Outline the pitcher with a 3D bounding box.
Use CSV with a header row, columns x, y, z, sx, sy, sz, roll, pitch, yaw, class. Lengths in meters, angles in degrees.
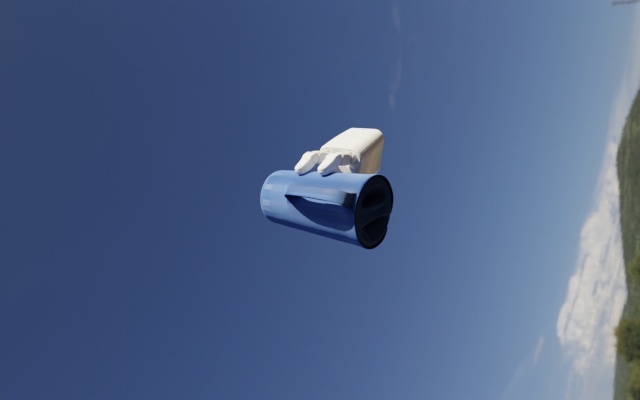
x,y,z,sx,sy,sz,roll,pitch,yaw,class
0.000,0.003,0.896,0.243,0.149,0.145,9,37,36,pitcher
